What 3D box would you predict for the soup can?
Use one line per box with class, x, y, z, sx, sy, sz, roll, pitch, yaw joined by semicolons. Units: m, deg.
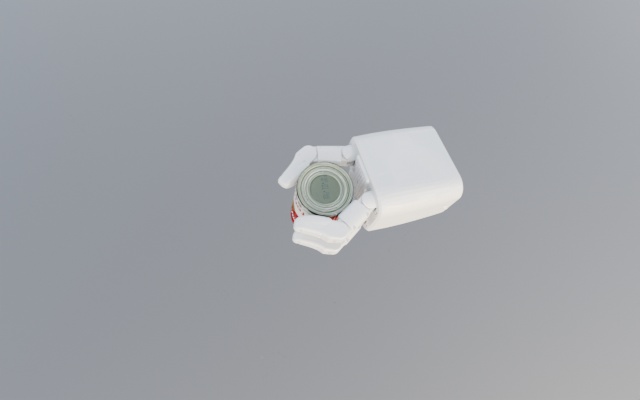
soup can;0.000;0.002;0.584;0.068;0.068;0.102;0;-18;-7
